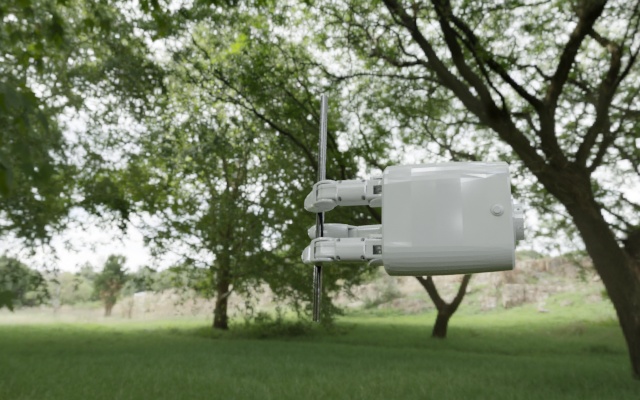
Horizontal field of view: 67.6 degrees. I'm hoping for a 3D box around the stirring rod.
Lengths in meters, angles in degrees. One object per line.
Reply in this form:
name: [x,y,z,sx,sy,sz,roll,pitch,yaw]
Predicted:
stirring rod: [0.000,0.002,0.496,0.011,0.239,0.011,2,-15,1]
